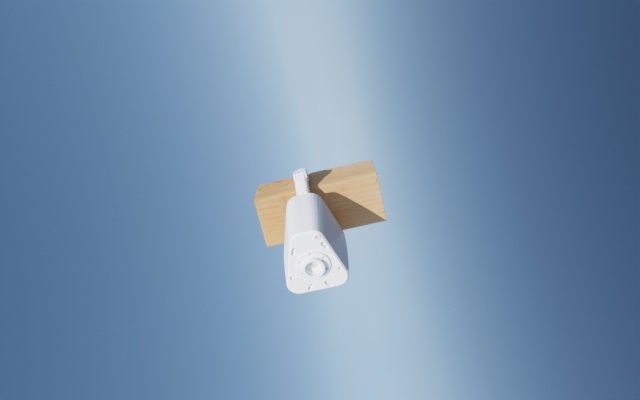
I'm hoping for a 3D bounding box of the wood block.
[{"bbox_3d":[0.000,0.003,0.826,0.206,0.091,0.090,-12,19,3],"label":"wood block"}]
